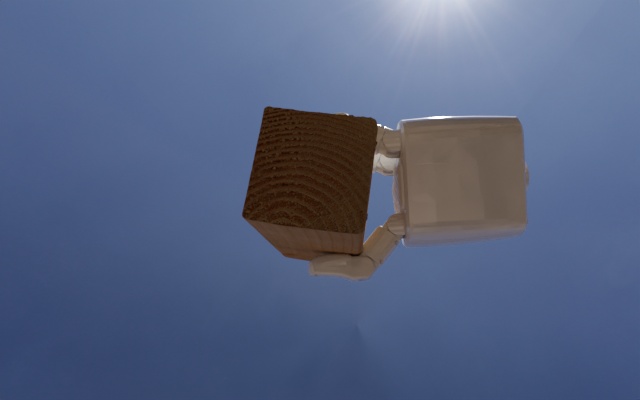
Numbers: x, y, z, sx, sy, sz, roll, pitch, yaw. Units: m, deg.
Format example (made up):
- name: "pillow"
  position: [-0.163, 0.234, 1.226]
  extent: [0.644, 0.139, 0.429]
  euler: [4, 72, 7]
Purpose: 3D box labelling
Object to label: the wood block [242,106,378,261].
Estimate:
- name: "wood block"
  position: [0.000, 0.002, 0.445]
  extent: [0.090, 0.090, 0.206]
  euler: [7, -14, 6]
